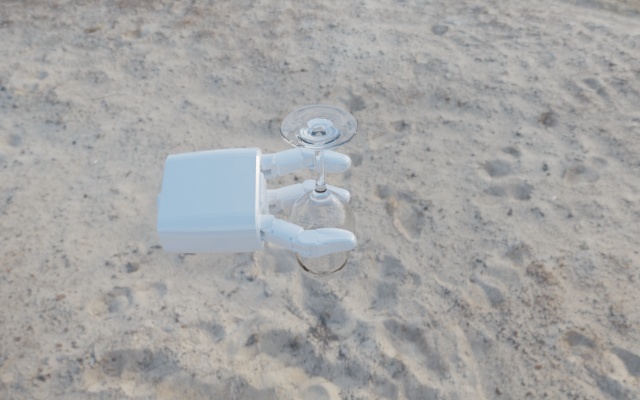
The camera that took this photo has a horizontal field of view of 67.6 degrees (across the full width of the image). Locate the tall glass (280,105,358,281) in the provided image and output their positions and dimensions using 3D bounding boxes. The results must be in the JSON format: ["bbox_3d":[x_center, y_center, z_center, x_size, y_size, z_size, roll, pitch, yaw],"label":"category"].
[{"bbox_3d":[0.000,0.001,0.520,0.079,0.201,0.079,-1,43,1],"label":"tall glass"}]
